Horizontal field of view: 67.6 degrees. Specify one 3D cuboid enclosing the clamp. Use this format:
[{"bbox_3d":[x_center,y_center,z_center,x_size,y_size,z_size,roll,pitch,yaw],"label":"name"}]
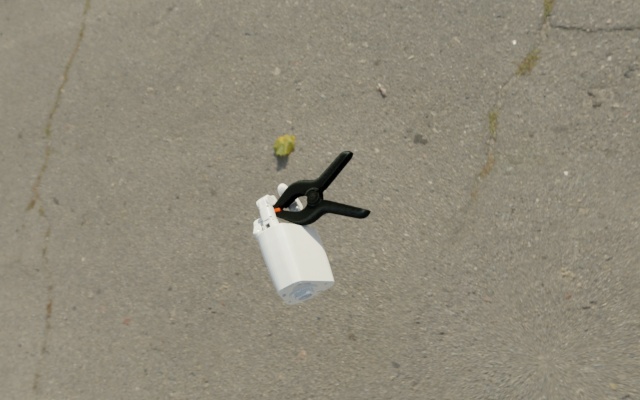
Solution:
[{"bbox_3d":[0.000,0.002,0.807,0.171,0.120,0.039,-29,-26,14],"label":"clamp"}]
